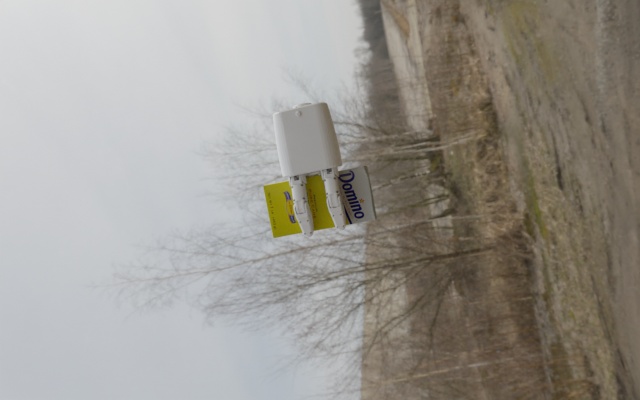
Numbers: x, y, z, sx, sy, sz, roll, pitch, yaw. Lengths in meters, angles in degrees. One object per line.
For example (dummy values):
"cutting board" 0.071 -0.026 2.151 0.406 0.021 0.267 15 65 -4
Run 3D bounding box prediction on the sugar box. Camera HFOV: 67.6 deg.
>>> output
"sugar box" 0.000 0.003 0.802 0.176 0.093 0.048 -11 2 10
